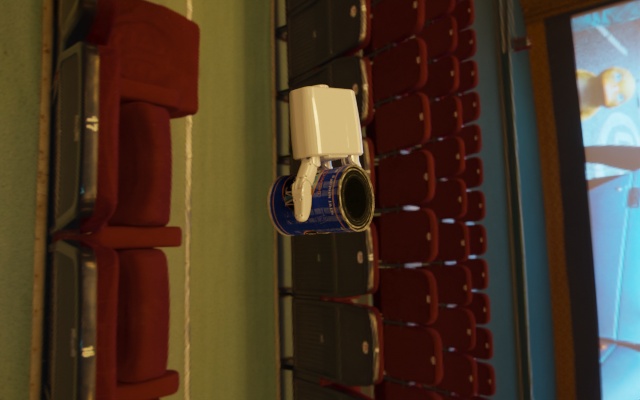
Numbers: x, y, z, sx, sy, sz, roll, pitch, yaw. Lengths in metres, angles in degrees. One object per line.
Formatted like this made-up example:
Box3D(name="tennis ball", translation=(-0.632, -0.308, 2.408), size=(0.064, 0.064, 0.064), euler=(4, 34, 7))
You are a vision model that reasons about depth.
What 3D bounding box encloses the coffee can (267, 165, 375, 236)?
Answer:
Box3D(name="coffee can", translation=(0.000, 0.003, 0.762), size=(0.140, 0.103, 0.103), euler=(-6, -4, 36))
